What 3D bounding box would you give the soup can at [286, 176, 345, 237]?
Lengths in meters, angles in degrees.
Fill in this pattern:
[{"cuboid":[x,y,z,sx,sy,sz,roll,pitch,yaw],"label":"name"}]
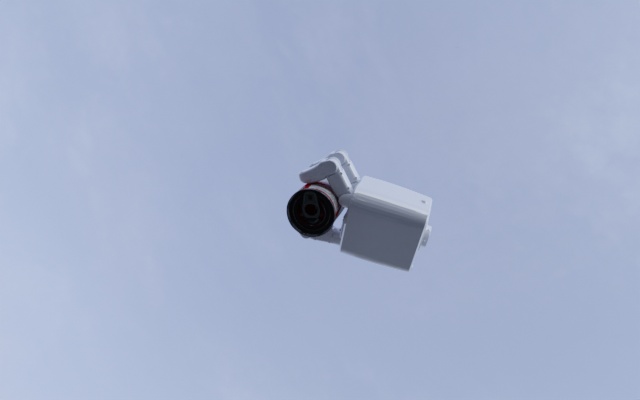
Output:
[{"cuboid":[0.000,0.002,0.680,0.068,0.068,0.102,0,17,16],"label":"soup can"}]
